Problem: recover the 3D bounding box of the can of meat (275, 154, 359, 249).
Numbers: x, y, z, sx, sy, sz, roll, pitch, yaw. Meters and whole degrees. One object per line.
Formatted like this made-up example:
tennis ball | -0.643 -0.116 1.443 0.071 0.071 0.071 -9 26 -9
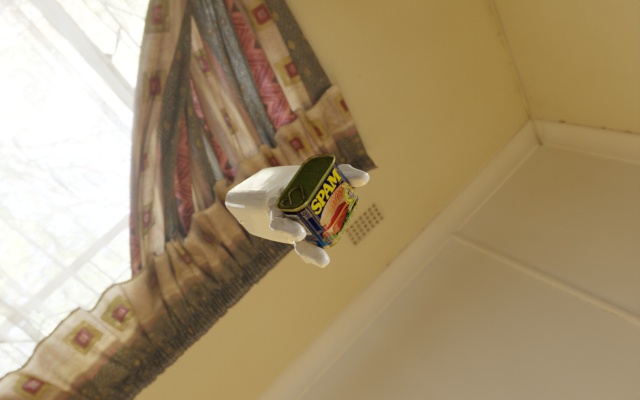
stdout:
can of meat | 0.000 0.002 0.645 0.057 0.102 0.084 1 -42 43
